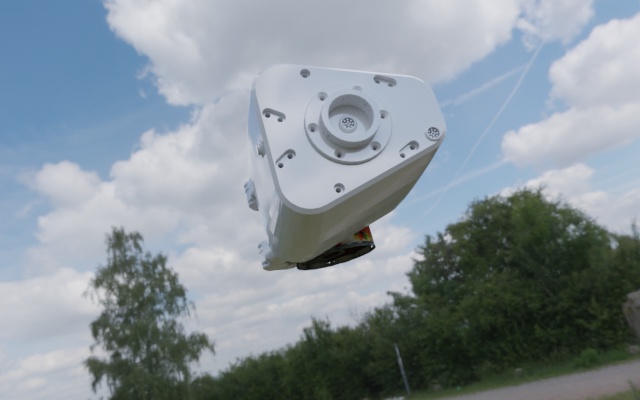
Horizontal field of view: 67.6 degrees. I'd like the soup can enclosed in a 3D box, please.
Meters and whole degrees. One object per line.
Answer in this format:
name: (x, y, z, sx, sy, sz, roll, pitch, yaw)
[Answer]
soup can: (0.000, 0.001, 0.410, 0.068, 0.102, 0.068, -15, -17, -4)
